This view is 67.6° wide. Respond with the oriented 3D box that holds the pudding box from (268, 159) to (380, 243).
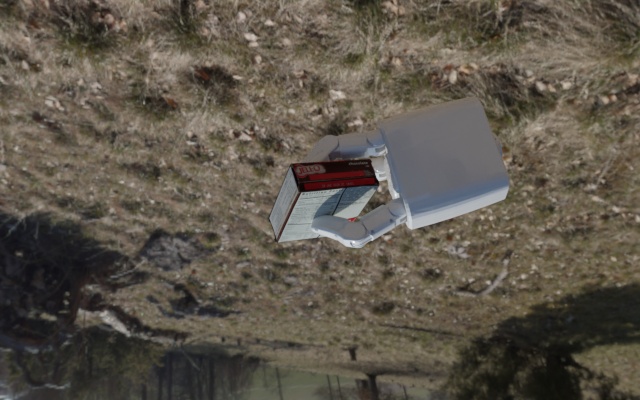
[{"bbox_3d":[0.000,0.002,0.514,0.090,0.039,0.114,-4,-31,-22],"label":"pudding box"}]
